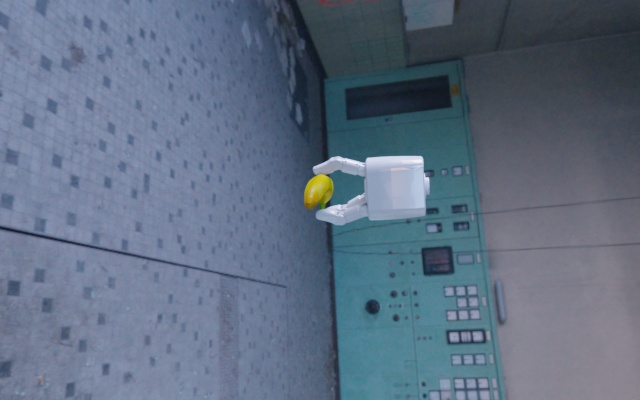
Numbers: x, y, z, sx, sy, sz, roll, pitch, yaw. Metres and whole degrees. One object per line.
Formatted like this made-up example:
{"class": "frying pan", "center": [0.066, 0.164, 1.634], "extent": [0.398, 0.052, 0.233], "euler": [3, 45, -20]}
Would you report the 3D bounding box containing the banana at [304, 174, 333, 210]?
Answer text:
{"class": "banana", "center": [0.000, -0.016, 0.894], "extent": [0.037, 0.069, 0.198], "euler": [-1, -3, 9]}
